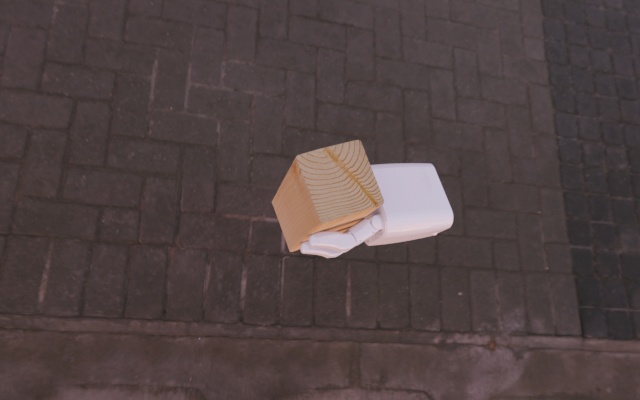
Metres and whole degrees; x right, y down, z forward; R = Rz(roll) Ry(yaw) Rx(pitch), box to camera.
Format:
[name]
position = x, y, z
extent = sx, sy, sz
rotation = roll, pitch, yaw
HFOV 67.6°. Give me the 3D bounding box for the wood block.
[wood block]
position = 0.000, 0.002, 0.674
extent = 0.090, 0.091, 0.206
rotation = -17, -11, -18
